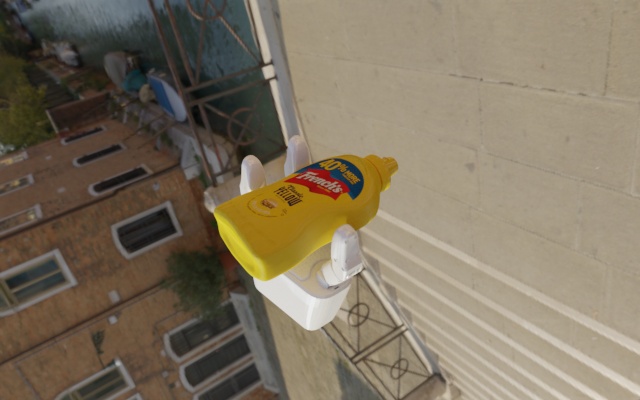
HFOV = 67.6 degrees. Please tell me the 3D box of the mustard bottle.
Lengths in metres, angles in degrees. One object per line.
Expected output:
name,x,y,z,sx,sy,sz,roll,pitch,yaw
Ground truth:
mustard bottle,0.000,0.001,0.472,0.191,0.058,0.096,-27,39,-24
